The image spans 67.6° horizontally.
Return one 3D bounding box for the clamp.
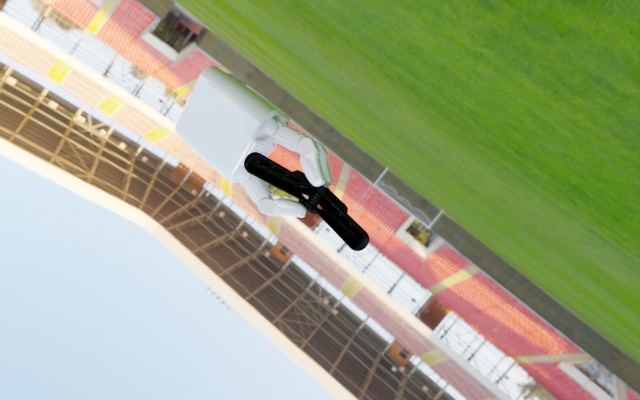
[{"bbox_3d":[0.000,0.003,0.608,0.164,0.036,0.210,38,6,9],"label":"clamp"}]
